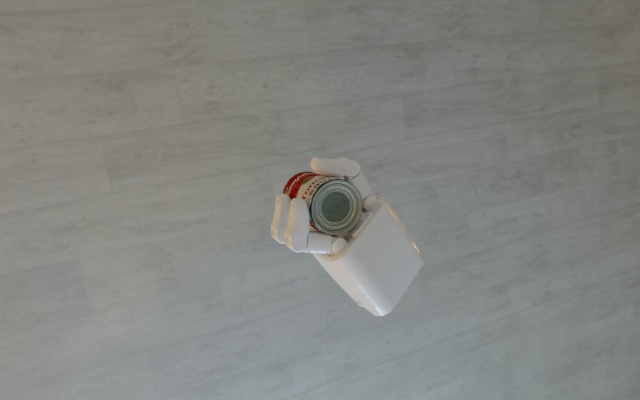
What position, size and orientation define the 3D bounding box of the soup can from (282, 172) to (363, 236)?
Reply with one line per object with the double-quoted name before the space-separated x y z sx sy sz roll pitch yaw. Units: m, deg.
"soup can" 0.000 0.002 0.590 0.068 0.068 0.102 0 8 -23
